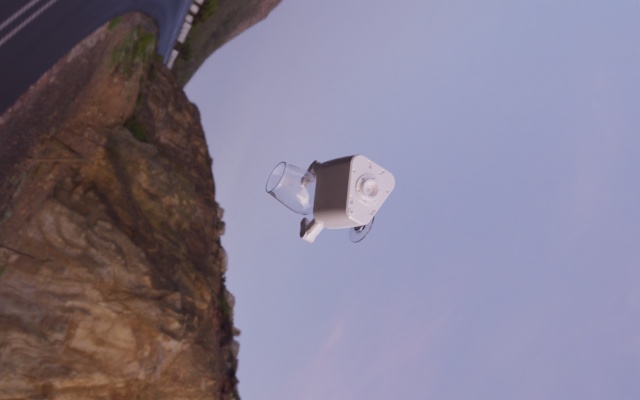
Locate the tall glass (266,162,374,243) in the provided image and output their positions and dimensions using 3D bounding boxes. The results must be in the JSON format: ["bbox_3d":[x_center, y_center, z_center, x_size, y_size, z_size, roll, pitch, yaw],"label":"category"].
[{"bbox_3d":[0.001,0.003,0.876,0.201,0.079,0.079,29,-13,-24],"label":"tall glass"}]
